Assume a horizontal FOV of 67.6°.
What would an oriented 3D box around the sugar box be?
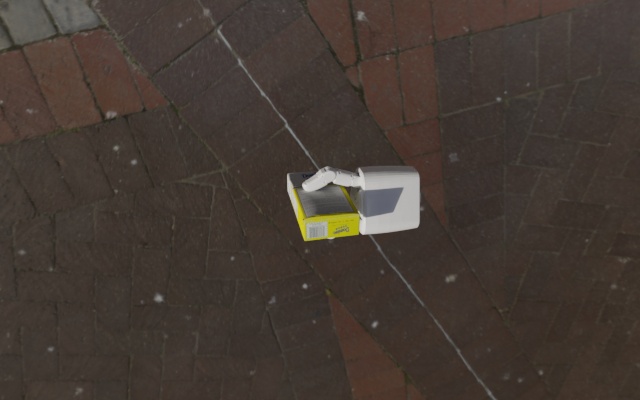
[{"bbox_3d":[0.000,0.003,0.827,0.093,0.048,0.176,-5,26,-10],"label":"sugar box"}]
